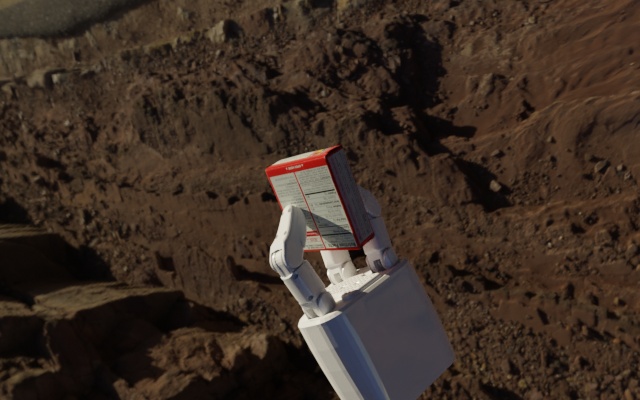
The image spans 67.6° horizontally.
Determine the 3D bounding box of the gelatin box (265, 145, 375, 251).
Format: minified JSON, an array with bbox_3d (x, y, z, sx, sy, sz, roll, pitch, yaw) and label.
[{"bbox_3d":[0.000,0.001,0.425,0.073,0.089,0.030,-9,20,41],"label":"gelatin box"}]
